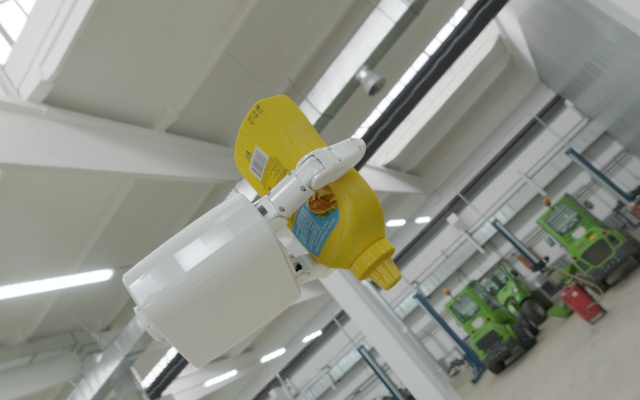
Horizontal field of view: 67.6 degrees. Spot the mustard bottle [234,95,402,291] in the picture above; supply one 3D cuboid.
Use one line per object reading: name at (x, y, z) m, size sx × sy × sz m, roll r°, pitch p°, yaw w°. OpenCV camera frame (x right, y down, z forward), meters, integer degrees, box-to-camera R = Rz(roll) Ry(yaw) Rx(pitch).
mustard bottle at (0.000, 0.001, 0.421) m, size 0.058 × 0.191 × 0.096 m, roll -24°, pitch -27°, yaw -39°
